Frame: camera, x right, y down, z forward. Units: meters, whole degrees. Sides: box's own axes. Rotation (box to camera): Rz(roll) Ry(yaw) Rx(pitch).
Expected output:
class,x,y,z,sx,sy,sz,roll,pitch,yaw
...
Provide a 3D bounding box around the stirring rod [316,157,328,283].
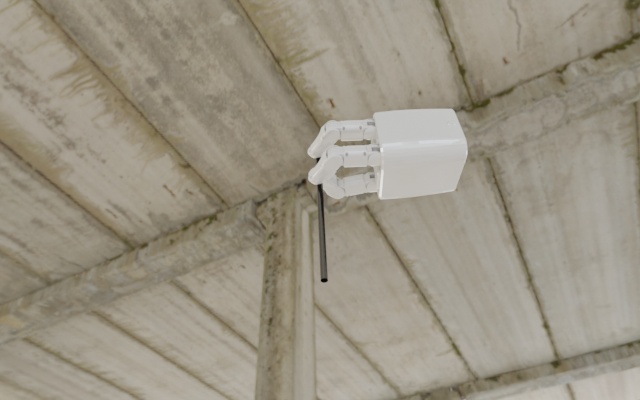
class,x,y,z,sx,sy,sz,roll,pitch,yaw
stirring rod,0.000,0.002,0.597,0.011,0.011,0.239,0,44,-3
